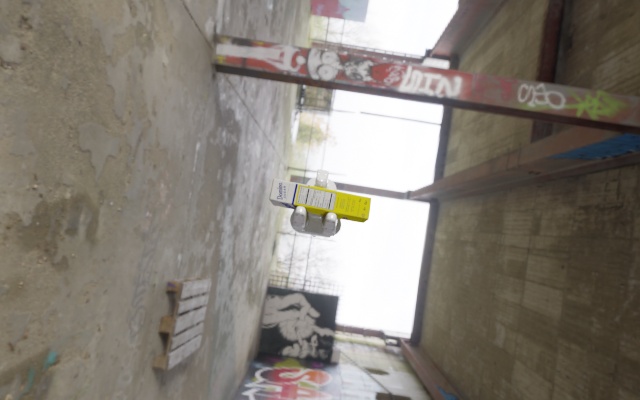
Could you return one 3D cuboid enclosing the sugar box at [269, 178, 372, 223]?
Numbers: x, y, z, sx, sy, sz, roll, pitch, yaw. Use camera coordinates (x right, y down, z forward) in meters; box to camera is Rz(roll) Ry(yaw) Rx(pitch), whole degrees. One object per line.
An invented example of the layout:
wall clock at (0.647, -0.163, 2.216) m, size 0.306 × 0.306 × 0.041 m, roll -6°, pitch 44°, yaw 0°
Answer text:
sugar box at (0.000, 0.003, 0.862) m, size 0.176 × 0.048 × 0.093 m, roll 9°, pitch -7°, yaw 1°
